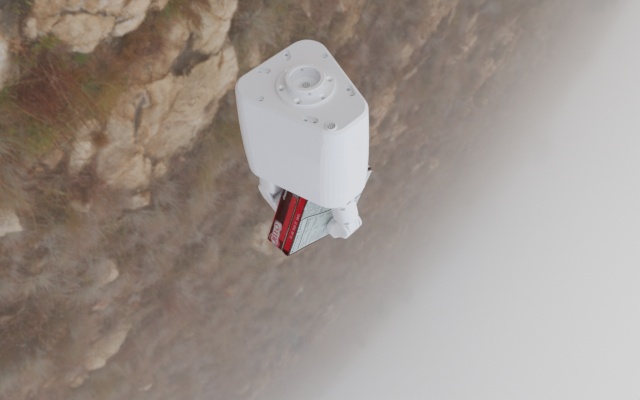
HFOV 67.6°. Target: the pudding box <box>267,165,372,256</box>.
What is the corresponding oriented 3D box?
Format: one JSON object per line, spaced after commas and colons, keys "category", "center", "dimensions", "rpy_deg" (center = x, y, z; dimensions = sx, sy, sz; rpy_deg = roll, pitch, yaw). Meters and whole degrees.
{"category": "pudding box", "center": [0.000, 0.002, 0.529], "dimensions": [0.039, 0.090, 0.113], "rpy_deg": [41, 39, 25]}
